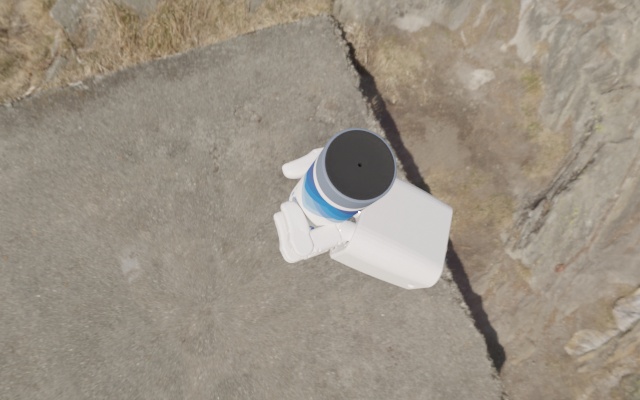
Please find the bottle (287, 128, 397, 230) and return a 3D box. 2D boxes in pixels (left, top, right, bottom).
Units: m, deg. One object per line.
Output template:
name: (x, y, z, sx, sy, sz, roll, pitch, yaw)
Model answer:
bottle: (0.000, 0.002, 0.541, 0.069, 0.069, 0.296, 0, -13, -13)
